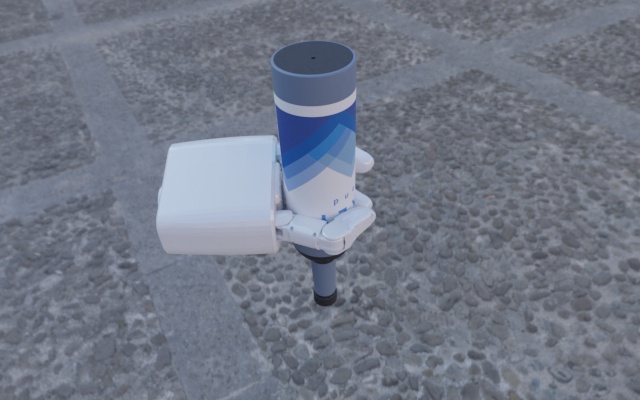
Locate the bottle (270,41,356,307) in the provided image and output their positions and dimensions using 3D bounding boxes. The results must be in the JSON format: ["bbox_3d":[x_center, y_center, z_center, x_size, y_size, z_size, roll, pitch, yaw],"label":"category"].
[{"bbox_3d":[0.000,0.001,0.463,0.069,0.296,0.069,-2,41,1],"label":"bottle"}]
